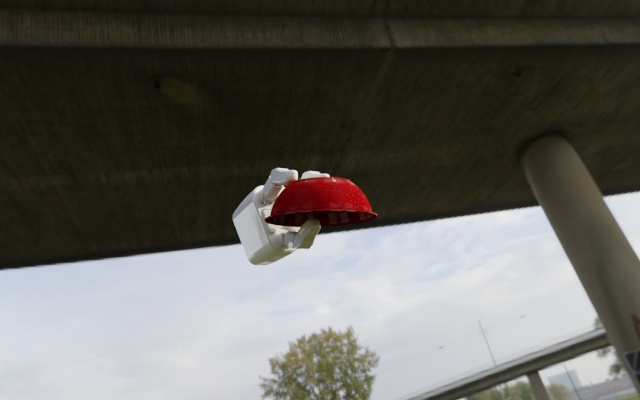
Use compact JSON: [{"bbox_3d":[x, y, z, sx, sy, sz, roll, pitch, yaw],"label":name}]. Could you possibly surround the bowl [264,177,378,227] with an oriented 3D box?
[{"bbox_3d":[0.001,0.002,0.687,0.162,0.055,0.162,-2,-10,0],"label":"bowl"}]
